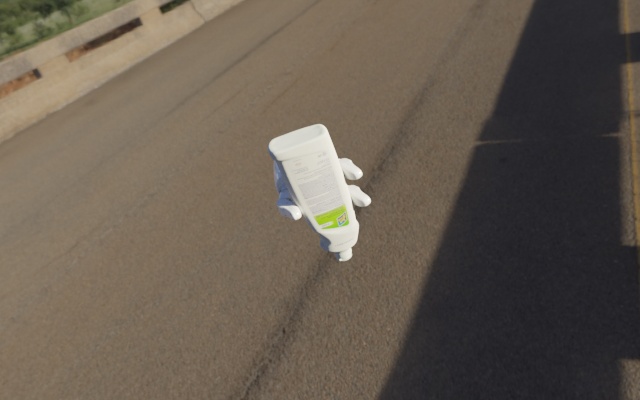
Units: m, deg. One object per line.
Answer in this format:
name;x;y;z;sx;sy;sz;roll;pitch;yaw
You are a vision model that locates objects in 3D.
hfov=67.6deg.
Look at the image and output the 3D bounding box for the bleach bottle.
bleach bottle;0.000;0.003;0.811;0.102;0.251;0.068;-19;30;0
